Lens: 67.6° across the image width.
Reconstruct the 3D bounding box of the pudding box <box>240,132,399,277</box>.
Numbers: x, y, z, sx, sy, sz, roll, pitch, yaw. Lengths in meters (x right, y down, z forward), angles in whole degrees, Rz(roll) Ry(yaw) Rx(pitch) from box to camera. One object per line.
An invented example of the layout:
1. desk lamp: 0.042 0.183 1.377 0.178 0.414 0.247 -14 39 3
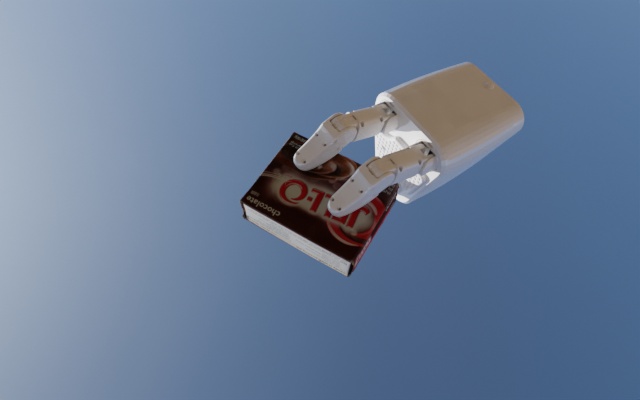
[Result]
1. pudding box: 0.000 0.001 0.425 0.113 0.090 0.039 26 -30 14
